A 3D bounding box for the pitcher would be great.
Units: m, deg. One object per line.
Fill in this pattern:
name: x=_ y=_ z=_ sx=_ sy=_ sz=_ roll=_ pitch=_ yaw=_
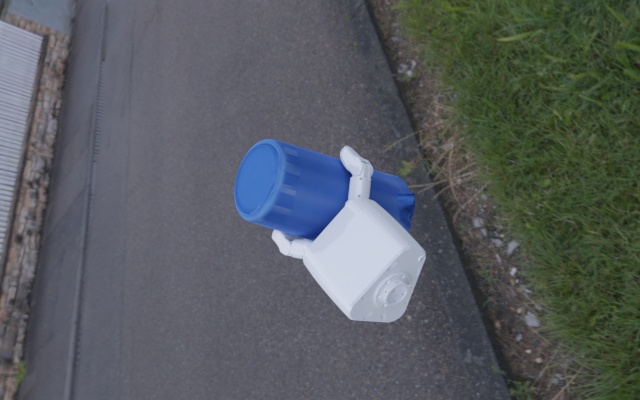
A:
pitcher: x=0.000 y=0.002 z=0.675 sx=0.243 sy=0.149 sz=0.145 roll=17 pitch=21 yaw=-39
